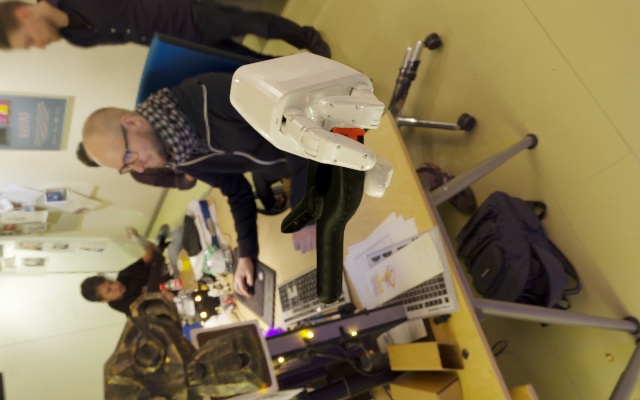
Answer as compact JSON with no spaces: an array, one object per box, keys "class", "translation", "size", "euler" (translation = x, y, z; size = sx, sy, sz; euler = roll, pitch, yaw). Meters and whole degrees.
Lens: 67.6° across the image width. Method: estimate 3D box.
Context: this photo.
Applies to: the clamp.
[{"class":"clamp","translation":[0.000,0.001,0.468],"size":[0.039,0.171,0.120],"euler":[-5,31,-35]}]
